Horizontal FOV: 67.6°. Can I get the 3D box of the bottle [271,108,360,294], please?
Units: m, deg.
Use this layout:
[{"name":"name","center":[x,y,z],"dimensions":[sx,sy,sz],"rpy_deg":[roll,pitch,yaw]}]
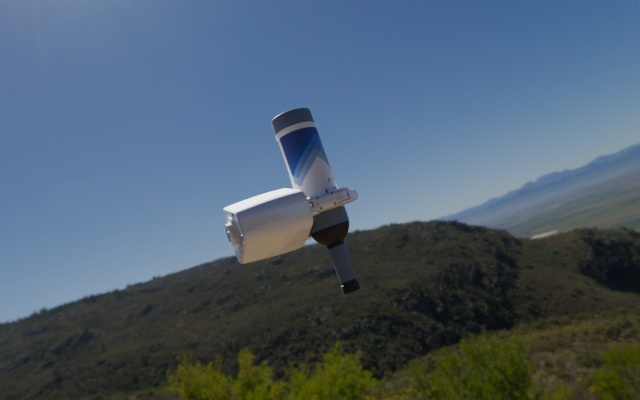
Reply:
[{"name":"bottle","center":[0.000,0.002,0.753],"dimensions":[0.069,0.295,0.069],"rpy_deg":[-19,-7,-2]}]
